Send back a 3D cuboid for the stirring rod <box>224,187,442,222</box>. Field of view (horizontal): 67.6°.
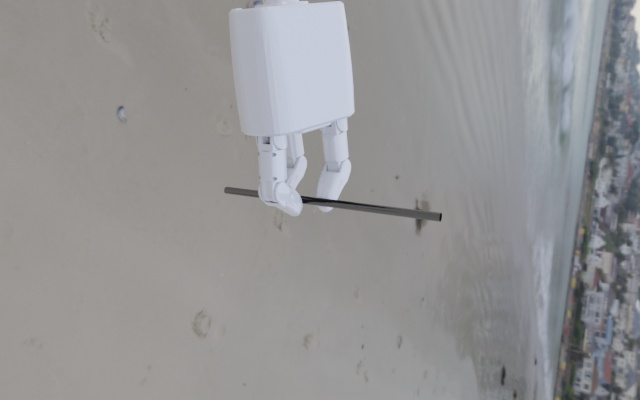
[{"bbox_3d":[0.000,0.001,0.474,0.239,0.011,0.011,7,3,29],"label":"stirring rod"}]
